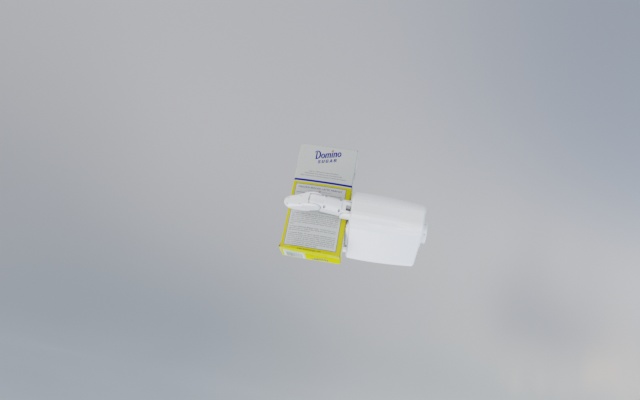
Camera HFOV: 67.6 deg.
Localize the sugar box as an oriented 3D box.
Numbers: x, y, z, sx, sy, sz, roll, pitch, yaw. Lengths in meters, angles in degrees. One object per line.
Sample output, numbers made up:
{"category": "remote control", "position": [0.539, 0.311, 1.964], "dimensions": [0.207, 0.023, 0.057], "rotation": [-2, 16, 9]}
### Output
{"category": "sugar box", "position": [0.000, 0.003, 0.738], "dimensions": [0.093, 0.176, 0.048], "rotation": [9, -23, 7]}
